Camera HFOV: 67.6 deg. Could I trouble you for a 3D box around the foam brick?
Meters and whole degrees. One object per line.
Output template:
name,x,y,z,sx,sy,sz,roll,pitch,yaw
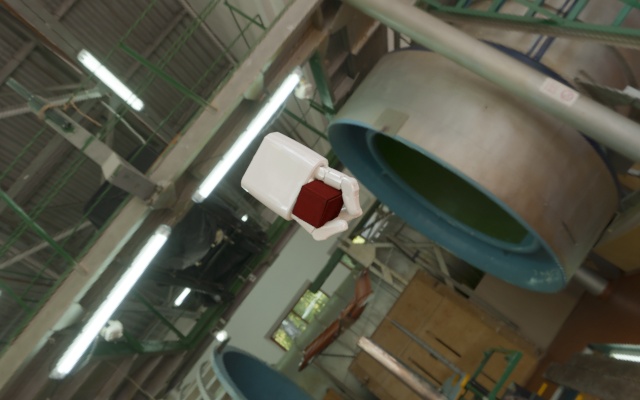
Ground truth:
foam brick,0.000,0.003,0.758,0.051,0.053,0.078,30,25,18
